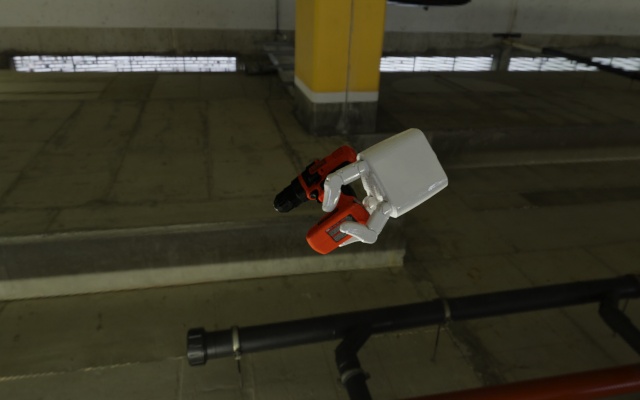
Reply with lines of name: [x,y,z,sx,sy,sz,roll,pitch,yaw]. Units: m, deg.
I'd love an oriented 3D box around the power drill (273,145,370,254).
power drill: [0.000,0.003,0.830,0.184,0.187,0.057,-36,-53,15]
